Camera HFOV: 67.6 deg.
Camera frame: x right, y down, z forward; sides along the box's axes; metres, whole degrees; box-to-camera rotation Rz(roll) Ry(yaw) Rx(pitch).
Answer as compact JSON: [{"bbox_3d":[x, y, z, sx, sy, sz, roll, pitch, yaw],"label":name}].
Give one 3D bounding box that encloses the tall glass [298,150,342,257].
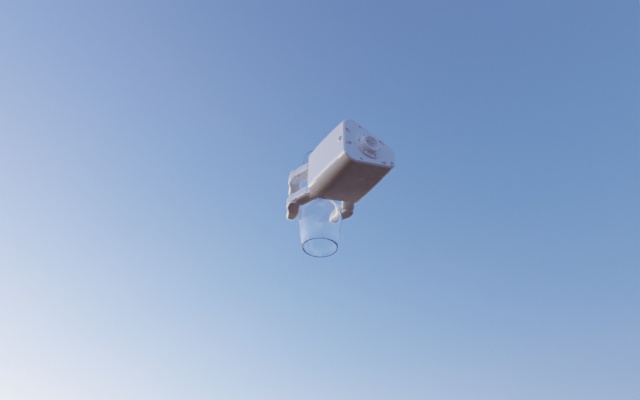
[{"bbox_3d":[0.000,0.002,0.875,0.079,0.200,0.079,1,-38,1],"label":"tall glass"}]
